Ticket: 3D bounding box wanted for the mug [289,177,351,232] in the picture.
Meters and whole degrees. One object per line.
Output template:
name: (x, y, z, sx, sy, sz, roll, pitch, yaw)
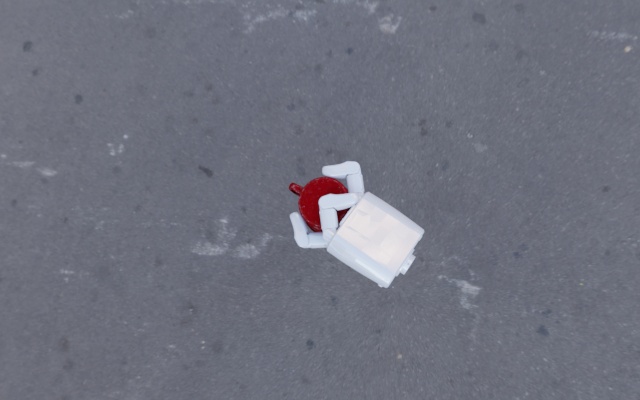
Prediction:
mug: (-0.001, 0.002, 0.775, 0.117, 0.093, 0.081, 32, -4, 12)
